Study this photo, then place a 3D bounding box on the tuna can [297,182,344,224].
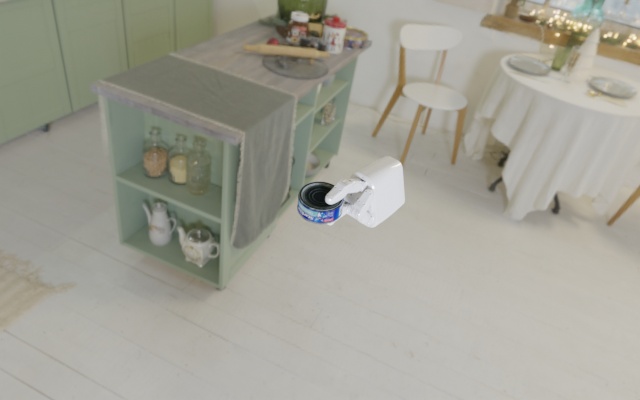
[{"bbox_3d":[0.000,0.003,0.887,0.086,0.034,0.086,3,41,-3],"label":"tuna can"}]
